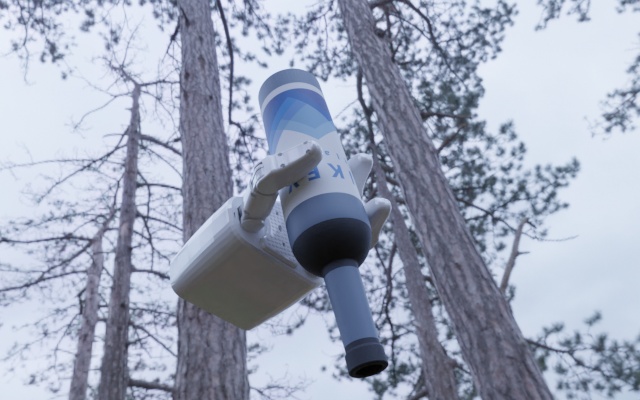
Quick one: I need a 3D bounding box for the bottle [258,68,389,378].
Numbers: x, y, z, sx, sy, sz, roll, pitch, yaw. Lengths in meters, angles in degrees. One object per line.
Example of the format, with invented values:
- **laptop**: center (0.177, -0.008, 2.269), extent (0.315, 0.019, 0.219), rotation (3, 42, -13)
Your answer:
- **bottle**: center (0.000, 0.001, 0.406), extent (0.069, 0.295, 0.069), rotation (-10, -39, -8)
